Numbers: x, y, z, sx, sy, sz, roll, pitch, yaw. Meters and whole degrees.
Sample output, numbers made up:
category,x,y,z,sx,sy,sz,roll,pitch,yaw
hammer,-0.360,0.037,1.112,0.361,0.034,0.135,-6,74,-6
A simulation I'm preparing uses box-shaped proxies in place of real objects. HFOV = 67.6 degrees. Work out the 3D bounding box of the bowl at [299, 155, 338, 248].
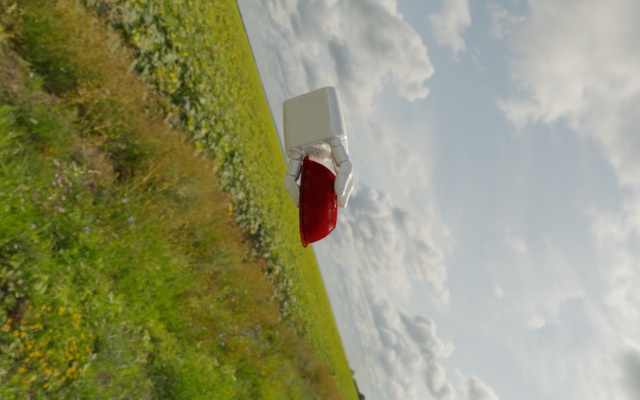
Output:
category,x,y,z,sx,sy,sz,roll,pitch,yaw
bowl,0.001,0.004,0.832,0.055,0.162,0.162,2,0,6
